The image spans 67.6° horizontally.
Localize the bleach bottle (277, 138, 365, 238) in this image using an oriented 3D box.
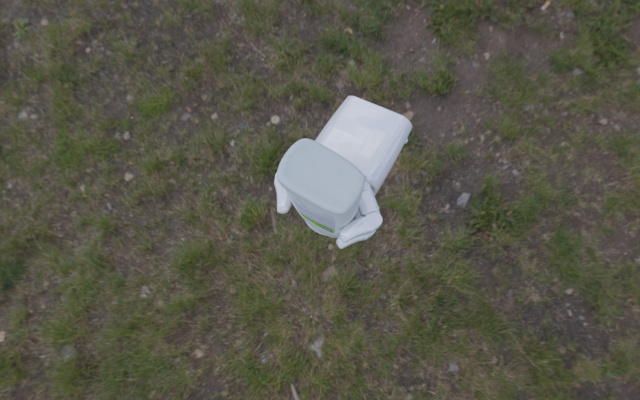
[{"bbox_3d":[0.000,0.002,0.659,0.102,0.068,0.251,31,-12,6],"label":"bleach bottle"}]
